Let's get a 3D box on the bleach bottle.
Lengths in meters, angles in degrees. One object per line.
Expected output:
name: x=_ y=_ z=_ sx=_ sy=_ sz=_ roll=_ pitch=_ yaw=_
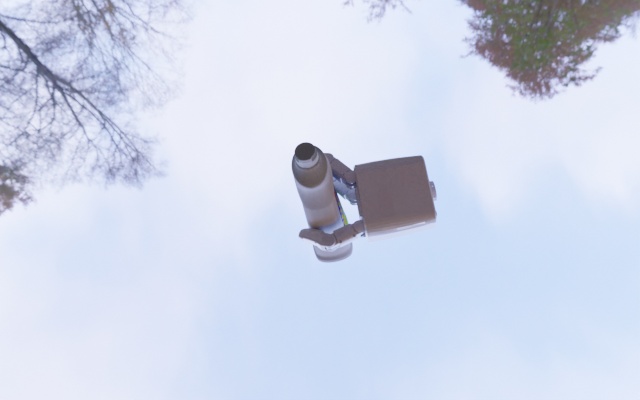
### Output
bleach bottle: x=0.000 y=0.002 z=0.722 sx=0.068 sy=0.102 sz=0.251 roll=-12 pitch=-29 yaw=3
